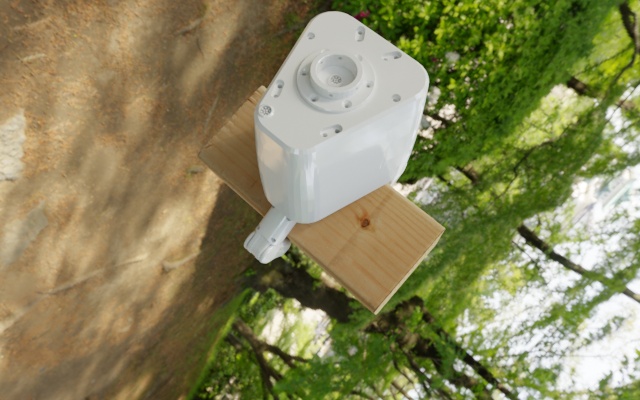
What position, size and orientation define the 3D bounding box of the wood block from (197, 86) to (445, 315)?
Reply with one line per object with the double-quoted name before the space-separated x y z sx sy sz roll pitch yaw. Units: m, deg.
"wood block" 0.000 0.002 0.442 0.206 0.091 0.090 40 -6 15
